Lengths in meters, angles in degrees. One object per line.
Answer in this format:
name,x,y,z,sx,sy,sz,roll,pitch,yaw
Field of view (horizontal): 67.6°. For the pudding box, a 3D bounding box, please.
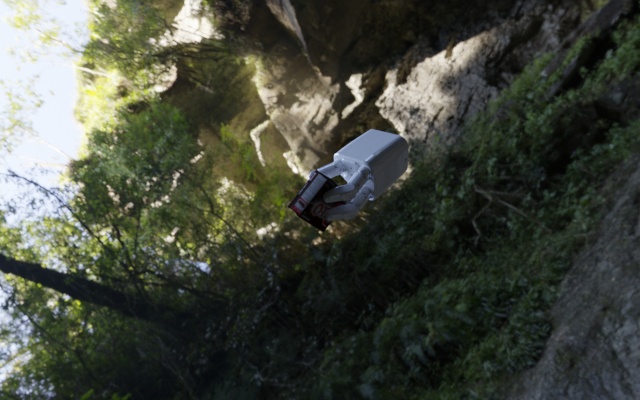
pudding box,0.000,0.003,0.894,0.039,0.090,0.113,38,1,33
